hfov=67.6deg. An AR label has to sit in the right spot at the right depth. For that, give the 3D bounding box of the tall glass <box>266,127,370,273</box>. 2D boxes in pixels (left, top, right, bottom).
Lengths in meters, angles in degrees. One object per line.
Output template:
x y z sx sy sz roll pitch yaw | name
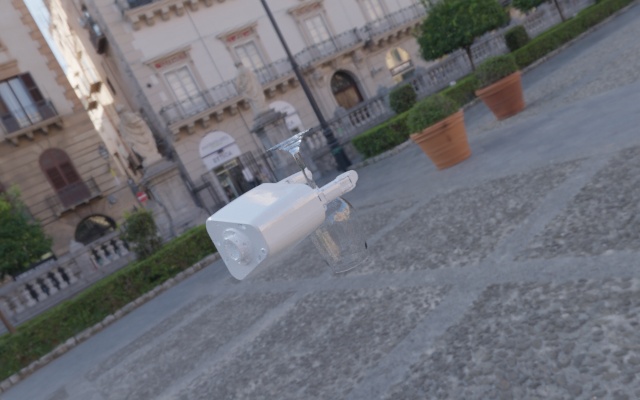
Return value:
0.000 0.002 0.683 0.079 0.201 0.079 -27 8 4 | tall glass
